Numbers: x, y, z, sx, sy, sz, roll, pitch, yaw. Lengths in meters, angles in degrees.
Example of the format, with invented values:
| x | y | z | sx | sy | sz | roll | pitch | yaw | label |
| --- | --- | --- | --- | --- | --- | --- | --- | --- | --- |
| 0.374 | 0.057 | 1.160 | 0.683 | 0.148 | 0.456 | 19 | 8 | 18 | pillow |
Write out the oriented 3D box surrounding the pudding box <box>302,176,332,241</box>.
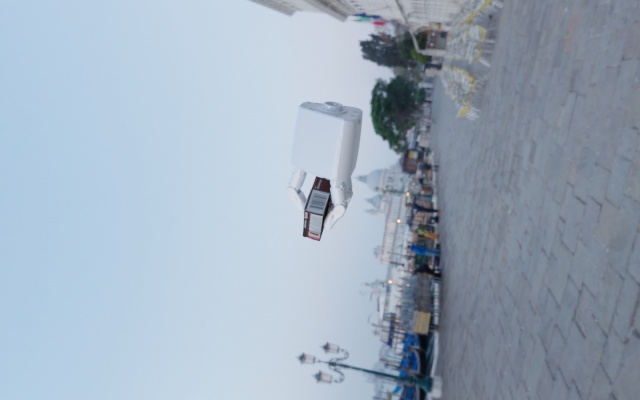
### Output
| x | y | z | sx | sy | sz | roll | pitch | yaw | label |
| --- | --- | --- | --- | --- | --- | --- | --- | --- | --- |
| 0.000 | 0.003 | 0.871 | 0.039 | 0.113 | 0.090 | 15 | -35 | 7 | pudding box |
